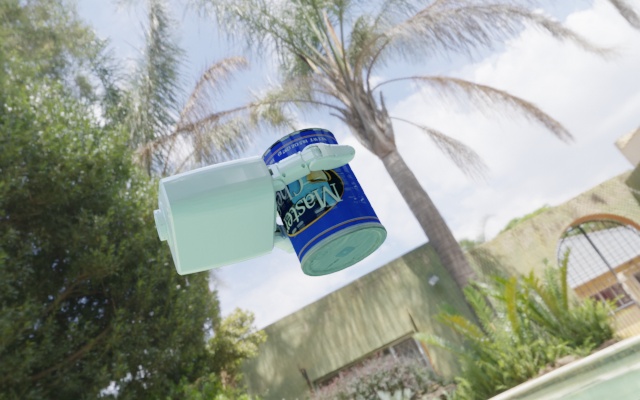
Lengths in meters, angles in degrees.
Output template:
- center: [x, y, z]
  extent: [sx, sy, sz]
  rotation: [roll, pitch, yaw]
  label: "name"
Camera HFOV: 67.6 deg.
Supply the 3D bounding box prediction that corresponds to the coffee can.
- center: [0.000, 0.002, 0.553]
  extent: [0.103, 0.140, 0.103]
  rotation: [-21, -27, -11]
  label: "coffee can"
